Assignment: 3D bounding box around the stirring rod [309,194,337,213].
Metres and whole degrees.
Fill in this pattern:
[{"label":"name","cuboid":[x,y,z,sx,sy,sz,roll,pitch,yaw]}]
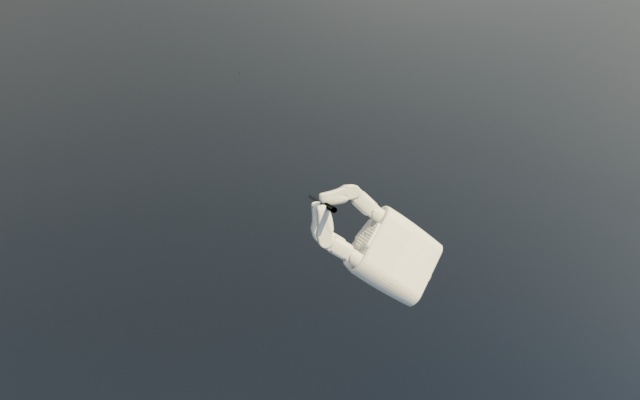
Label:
[{"label":"stirring rod","cuboid":[0.000,0.002,0.738,0.011,0.011,0.239,0,5,-8]}]
